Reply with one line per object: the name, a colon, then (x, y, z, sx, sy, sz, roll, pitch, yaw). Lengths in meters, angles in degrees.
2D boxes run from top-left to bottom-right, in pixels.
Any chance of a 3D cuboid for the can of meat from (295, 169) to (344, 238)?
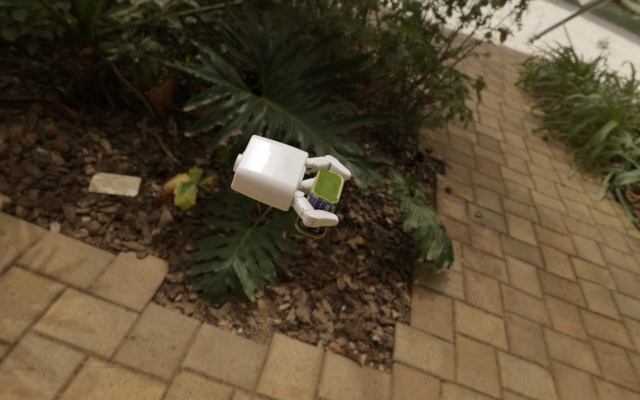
can of meat: (0.000, 0.003, 0.856, 0.057, 0.084, 0.102, 22, 35, -3)
